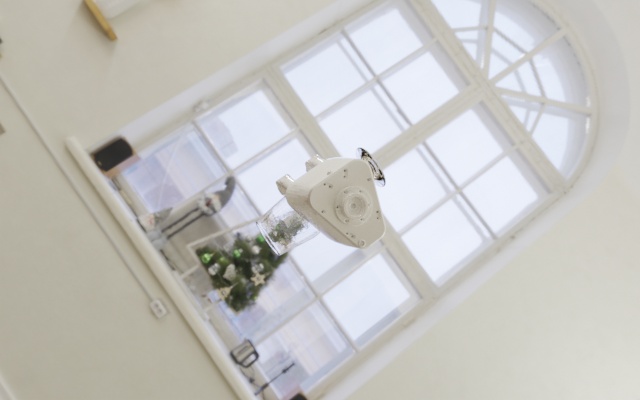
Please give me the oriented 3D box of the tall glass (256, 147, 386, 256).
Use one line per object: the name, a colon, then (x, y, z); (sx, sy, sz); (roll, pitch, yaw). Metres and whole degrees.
tall glass: (0.001, 0.002, 0.735); (0.201, 0.079, 0.079); (-35, 8, -12)
